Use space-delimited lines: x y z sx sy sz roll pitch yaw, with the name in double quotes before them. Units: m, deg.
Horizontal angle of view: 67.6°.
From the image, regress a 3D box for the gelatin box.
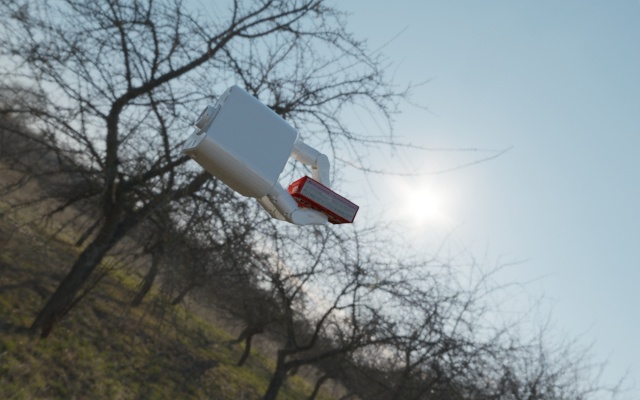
"gelatin box" 0.001 0.002 0.664 0.089 0.030 0.073 29 -12 -13
